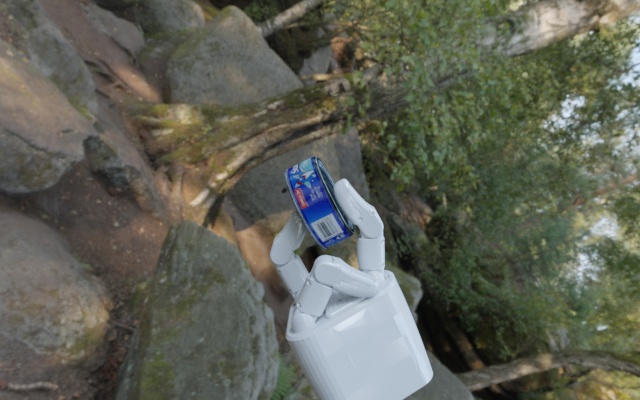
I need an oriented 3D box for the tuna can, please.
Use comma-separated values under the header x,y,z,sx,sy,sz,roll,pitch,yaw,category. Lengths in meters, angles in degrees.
x,y,z,sx,sy,sz,roll,pitch,yaw,category
0.001,0.001,0.458,0.034,0.086,0.086,-26,-4,8,tuna can
